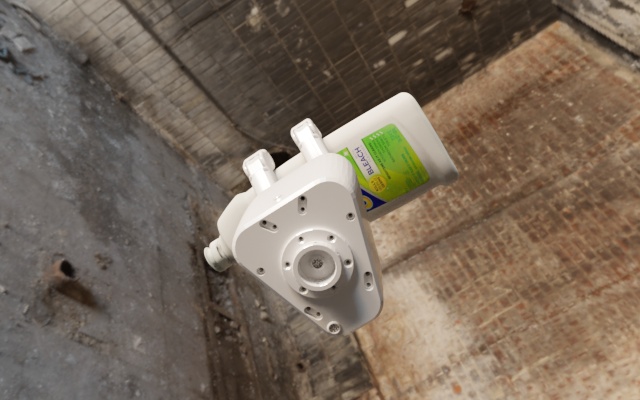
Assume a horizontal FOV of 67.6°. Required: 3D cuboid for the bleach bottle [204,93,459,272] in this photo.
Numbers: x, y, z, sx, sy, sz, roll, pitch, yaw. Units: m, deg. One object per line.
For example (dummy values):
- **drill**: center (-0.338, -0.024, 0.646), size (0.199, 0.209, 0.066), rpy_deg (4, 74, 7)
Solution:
- **bleach bottle**: center (0.000, 0.001, 0.472), size (0.251, 0.102, 0.068), rpy_deg (-32, 10, 8)
